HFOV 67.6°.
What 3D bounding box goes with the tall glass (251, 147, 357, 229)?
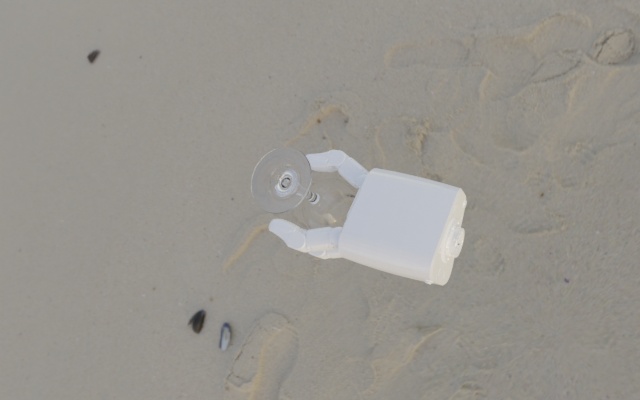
[{"bbox_3d":[0.000,0.002,0.595,0.079,0.079,0.201,0,-14,26],"label":"tall glass"}]
